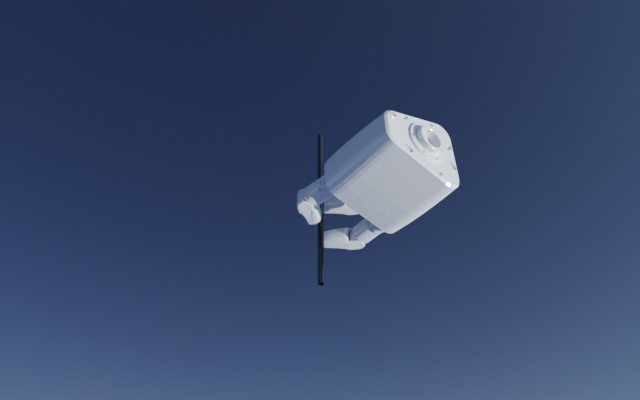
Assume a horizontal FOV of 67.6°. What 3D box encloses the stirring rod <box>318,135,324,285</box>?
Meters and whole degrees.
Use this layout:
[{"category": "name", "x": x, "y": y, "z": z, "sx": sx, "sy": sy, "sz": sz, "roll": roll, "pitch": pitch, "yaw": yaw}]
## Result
[{"category": "stirring rod", "x": 0.000, "y": 0.002, "z": 0.638, "sx": 0.011, "sy": 0.239, "sz": 0.011, "roll": 0, "pitch": -36, "yaw": 0}]
